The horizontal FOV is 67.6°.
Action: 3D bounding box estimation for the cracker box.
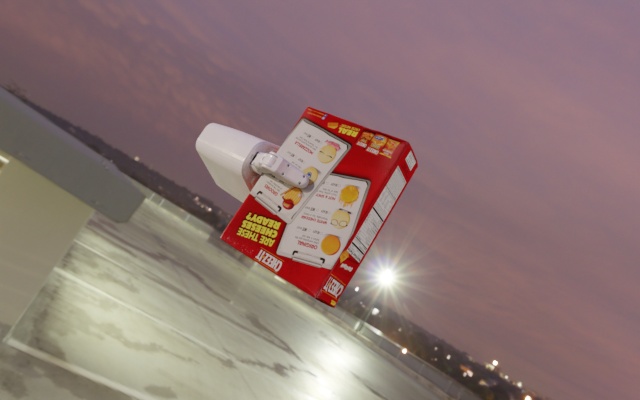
[{"bbox_3d":[0.000,0.002,0.610,0.164,0.213,0.072,26,-11,32],"label":"cracker box"}]
